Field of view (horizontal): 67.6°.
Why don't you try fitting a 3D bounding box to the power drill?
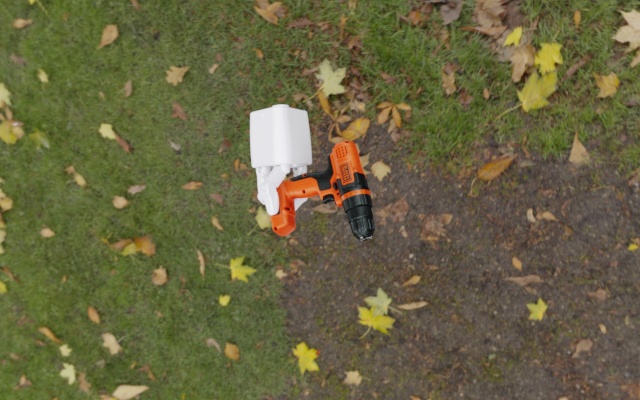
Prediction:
[{"bbox_3d":[0.000,0.003,0.860,0.187,0.184,0.057,-19,-22,20],"label":"power drill"}]
